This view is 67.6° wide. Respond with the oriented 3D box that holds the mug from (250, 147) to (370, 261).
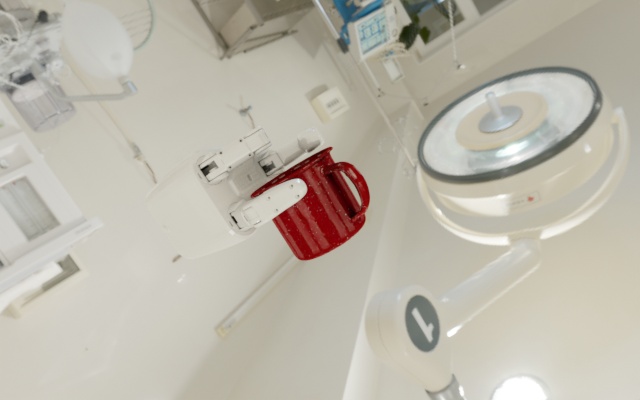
[{"bbox_3d":[0.001,0.001,0.462,0.117,0.081,0.093,-23,12,41],"label":"mug"}]
